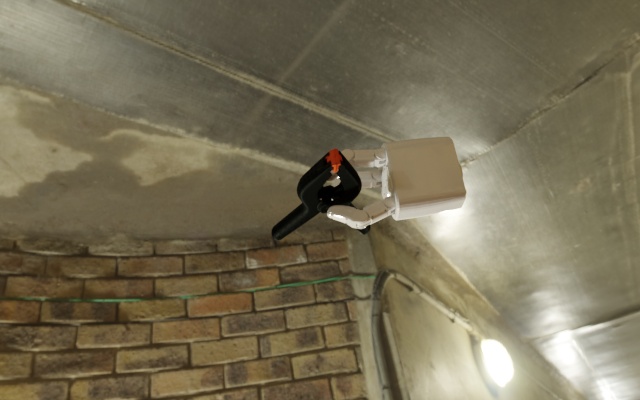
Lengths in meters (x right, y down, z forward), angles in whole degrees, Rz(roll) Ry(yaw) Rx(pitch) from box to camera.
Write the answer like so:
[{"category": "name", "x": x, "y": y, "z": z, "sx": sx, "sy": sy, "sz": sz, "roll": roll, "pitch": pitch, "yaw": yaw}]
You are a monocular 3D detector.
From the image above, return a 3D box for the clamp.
[{"category": "clamp", "x": 0.000, "y": 0.003, "z": 0.719, "sx": 0.164, "sy": 0.036, "sz": 0.210, "roll": -8, "pitch": -33, "yaw": -4}]
